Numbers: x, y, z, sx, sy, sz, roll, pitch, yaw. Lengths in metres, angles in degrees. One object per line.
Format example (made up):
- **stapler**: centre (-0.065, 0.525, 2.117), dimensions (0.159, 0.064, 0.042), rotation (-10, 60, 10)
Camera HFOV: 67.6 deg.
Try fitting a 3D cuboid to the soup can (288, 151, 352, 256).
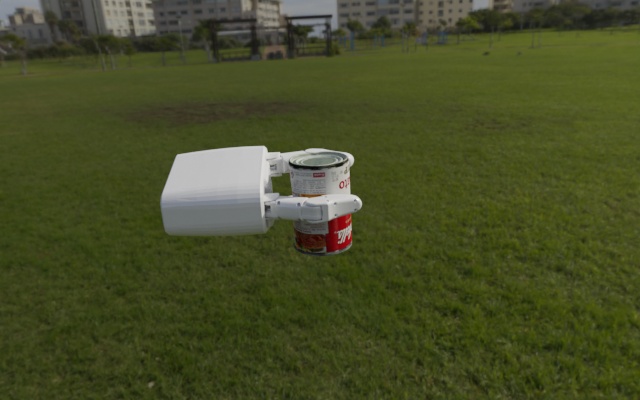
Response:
- **soup can**: centre (0.001, 0.001, 0.535), dimensions (0.068, 0.102, 0.068), rotation (-3, 19, 1)
